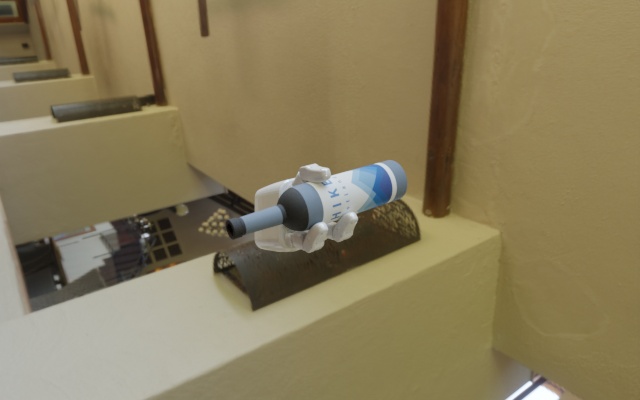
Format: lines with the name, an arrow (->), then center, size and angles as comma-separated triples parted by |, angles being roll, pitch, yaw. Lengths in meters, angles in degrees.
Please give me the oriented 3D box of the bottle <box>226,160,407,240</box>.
bottle -> 0.000, 0.002, 0.705 | 0.295, 0.069, 0.069 | -17, 9, -32
